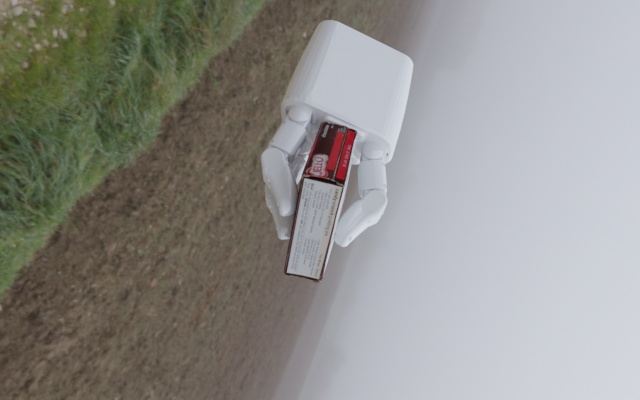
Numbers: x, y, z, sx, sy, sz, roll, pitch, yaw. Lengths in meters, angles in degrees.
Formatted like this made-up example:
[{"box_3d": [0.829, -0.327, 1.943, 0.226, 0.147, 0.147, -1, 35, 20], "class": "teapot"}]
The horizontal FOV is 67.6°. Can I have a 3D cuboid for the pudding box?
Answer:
[{"box_3d": [0.000, 0.001, 0.421, 0.039, 0.114, 0.090, 13, 37, 4], "class": "pudding box"}]
